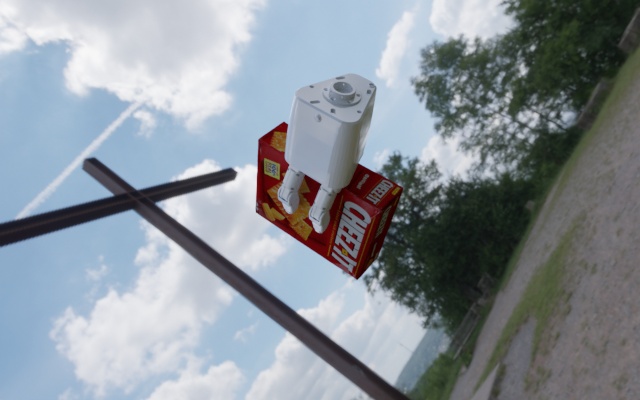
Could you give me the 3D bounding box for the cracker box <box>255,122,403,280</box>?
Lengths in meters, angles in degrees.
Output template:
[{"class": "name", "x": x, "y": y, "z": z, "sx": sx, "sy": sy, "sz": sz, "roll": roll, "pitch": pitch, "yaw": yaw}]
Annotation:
[{"class": "cracker box", "x": 0.000, "y": 0.002, "z": 0.730, "sx": 0.213, "sy": 0.164, "sz": 0.072, "roll": 32, "pitch": 49, "yaw": 19}]
